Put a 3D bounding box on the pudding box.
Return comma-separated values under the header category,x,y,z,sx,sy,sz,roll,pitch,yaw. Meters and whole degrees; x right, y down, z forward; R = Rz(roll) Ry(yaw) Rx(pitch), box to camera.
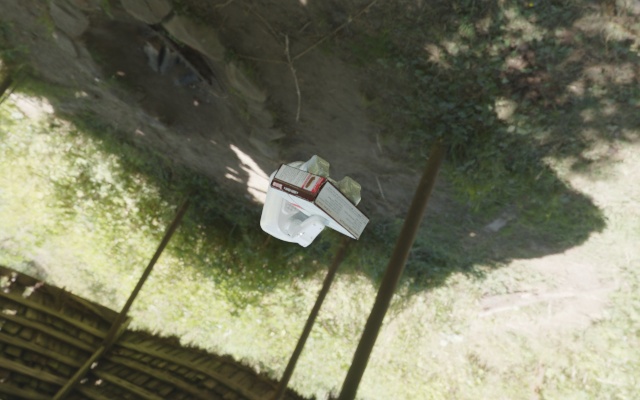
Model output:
category,x,y,z,sx,sy,sz,roll,pitch,yaw
pudding box,0.000,0.002,0.627,0.090,0.039,0.113,20,-13,43
